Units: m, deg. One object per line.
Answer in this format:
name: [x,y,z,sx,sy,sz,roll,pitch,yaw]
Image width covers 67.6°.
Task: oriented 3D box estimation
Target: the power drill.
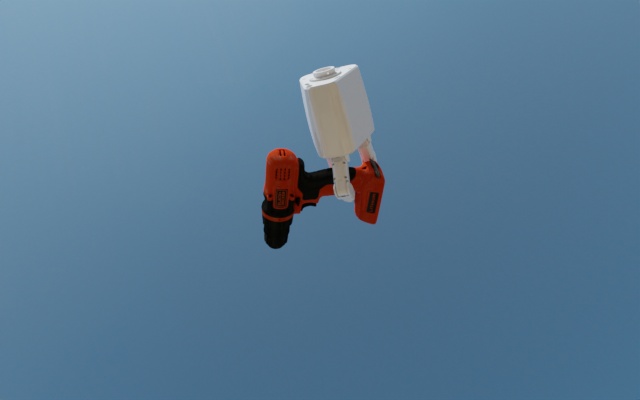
power drill: [0.001,0.002,0.763,0.187,0.185,0.057,-2,39,-13]
